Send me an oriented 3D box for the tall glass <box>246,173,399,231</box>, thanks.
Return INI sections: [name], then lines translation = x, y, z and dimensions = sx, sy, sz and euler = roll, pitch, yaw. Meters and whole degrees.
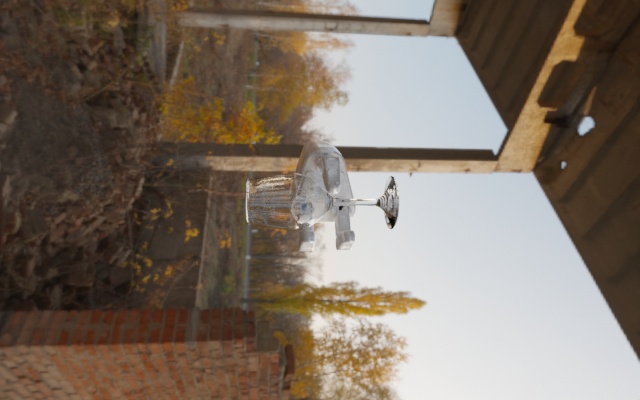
[tall glass]
translation = 0.001, 0.002, 0.653
dimensions = 0.201, 0.079, 0.079
euler = 0, 0, -7
